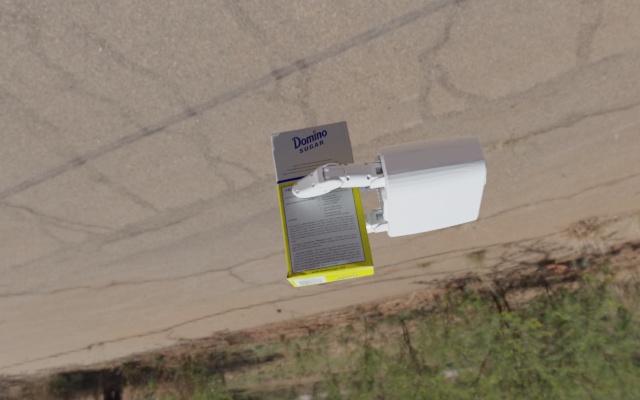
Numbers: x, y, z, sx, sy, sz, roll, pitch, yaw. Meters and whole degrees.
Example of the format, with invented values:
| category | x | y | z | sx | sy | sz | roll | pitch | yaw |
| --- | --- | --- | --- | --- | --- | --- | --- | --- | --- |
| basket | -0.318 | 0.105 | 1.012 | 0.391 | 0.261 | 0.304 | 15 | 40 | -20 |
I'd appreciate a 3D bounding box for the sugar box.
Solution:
| category | x | y | z | sx | sy | sz | roll | pitch | yaw |
| --- | --- | --- | --- | --- | --- | --- | --- | --- | --- |
| sugar box | 0.000 | 0.002 | 0.543 | 0.093 | 0.176 | 0.048 | -9 | -23 | 3 |
